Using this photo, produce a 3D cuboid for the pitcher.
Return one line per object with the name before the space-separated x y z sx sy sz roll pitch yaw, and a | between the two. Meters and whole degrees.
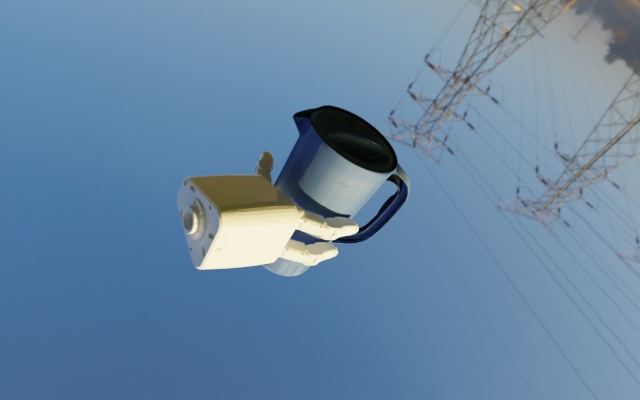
pitcher | 0.000 0.002 0.682 0.145 0.149 0.243 -2 -42 -42
